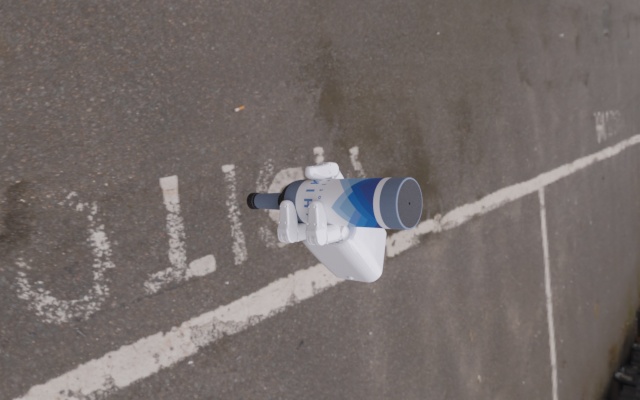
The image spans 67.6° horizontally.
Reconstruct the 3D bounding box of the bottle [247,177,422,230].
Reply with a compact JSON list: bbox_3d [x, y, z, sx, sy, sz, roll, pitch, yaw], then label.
[{"bbox_3d":[0.000,0.002,0.694,0.295,0.069,0.069,1,0,40],"label":"bottle"}]
